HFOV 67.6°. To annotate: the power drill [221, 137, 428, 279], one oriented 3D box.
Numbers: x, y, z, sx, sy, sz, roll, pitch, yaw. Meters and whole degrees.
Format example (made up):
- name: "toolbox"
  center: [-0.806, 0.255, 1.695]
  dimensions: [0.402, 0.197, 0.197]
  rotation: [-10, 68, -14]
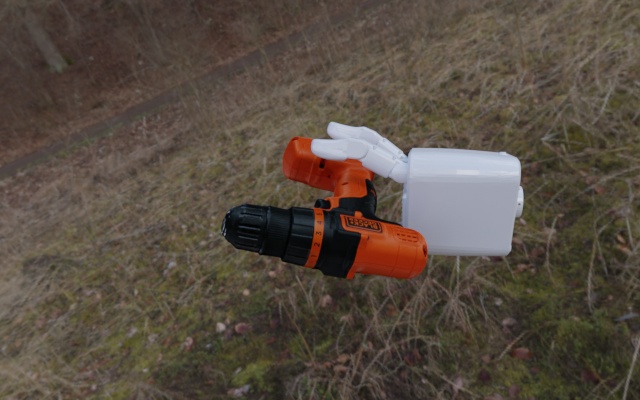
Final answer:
- name: "power drill"
  center: [0.000, 0.001, 0.480]
  dimensions: [0.184, 0.057, 0.187]
  rotation: [12, 31, -12]
